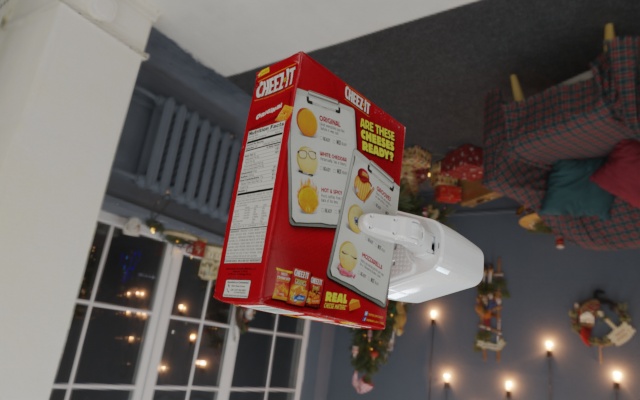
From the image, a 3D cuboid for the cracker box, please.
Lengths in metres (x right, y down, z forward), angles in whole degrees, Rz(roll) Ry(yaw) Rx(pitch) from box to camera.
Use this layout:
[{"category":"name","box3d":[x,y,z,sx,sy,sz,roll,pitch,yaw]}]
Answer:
[{"category":"cracker box","box3d":[0.000,0.002,0.447,0.072,0.213,0.164,-8,-22,42]}]
